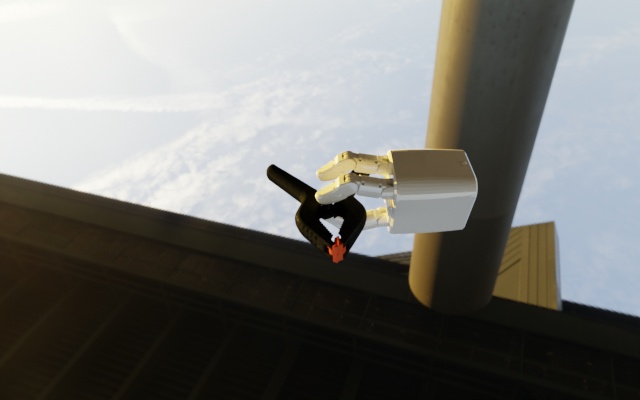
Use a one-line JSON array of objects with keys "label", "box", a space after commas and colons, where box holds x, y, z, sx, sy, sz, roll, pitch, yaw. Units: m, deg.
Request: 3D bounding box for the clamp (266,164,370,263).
[{"label": "clamp", "box": [0.000, 0.003, 0.658, 0.164, 0.036, 0.209, -2, 38, 2]}]
